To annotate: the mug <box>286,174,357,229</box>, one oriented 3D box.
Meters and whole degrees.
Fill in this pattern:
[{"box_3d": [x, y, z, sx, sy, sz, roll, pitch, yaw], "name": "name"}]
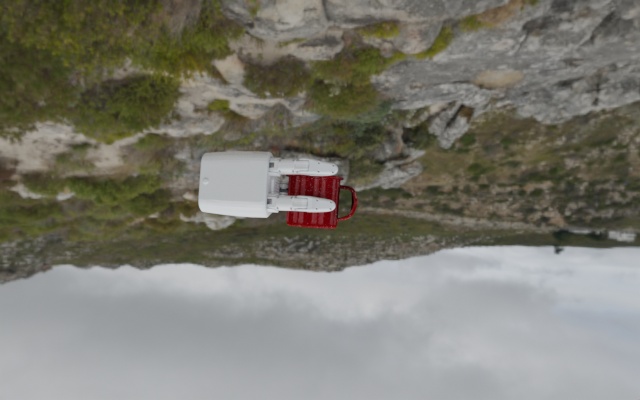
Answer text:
[{"box_3d": [0.002, 0.003, 0.757, 0.117, 0.081, 0.093, 3, -2, 10], "name": "mug"}]
